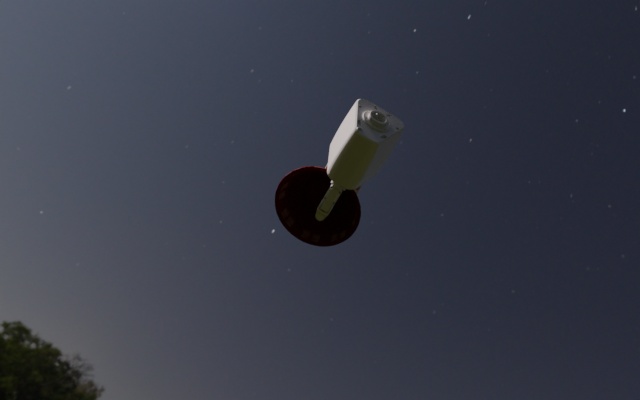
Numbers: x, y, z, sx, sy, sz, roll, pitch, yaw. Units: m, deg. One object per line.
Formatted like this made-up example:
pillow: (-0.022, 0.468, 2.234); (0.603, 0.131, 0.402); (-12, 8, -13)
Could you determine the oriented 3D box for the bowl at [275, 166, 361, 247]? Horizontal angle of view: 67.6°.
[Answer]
bowl: (-0.001, 0.003, 0.881); (0.162, 0.162, 0.055); (0, 26, 17)
